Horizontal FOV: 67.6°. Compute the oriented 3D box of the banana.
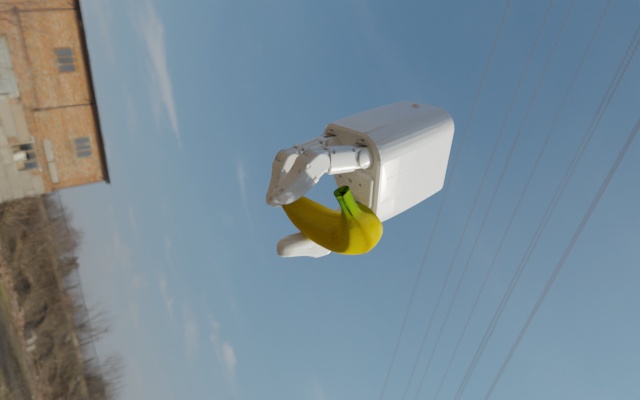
[{"bbox_3d":[0.010,0.018,0.439,0.037,0.069,0.198,-32,8,-17],"label":"banana"}]
